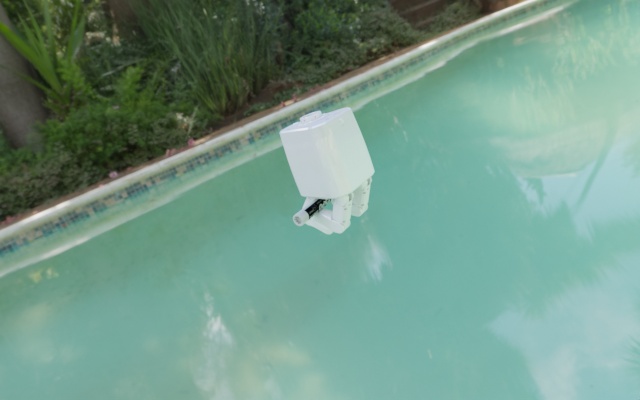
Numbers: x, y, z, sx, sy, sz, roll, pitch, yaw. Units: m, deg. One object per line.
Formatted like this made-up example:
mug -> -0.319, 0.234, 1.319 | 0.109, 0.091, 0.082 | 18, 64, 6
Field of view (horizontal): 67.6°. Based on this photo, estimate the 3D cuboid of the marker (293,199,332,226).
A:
marker -> 0.000, 0.002, 0.725 | 0.020, 0.020, 0.121 | 0, 26, 37
